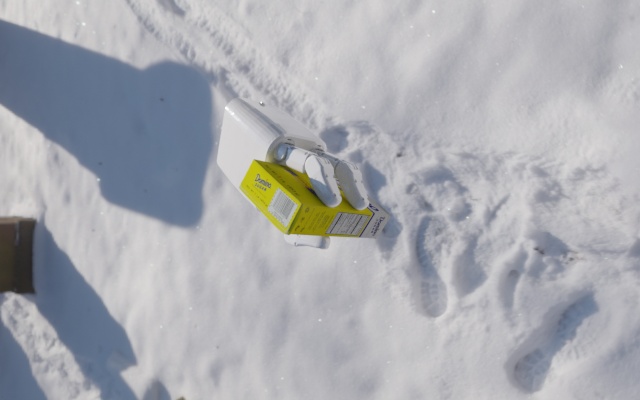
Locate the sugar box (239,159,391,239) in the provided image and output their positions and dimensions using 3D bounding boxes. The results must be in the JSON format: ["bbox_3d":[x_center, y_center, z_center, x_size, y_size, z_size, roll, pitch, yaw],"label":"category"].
[{"bbox_3d":[0.000,0.001,0.569,0.176,0.048,0.093,4,32,-50],"label":"sugar box"}]
